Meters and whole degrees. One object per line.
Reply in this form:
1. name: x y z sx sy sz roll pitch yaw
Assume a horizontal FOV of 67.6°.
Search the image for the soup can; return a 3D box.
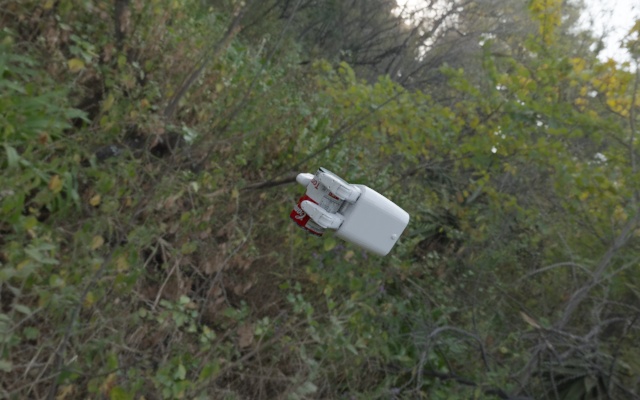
1. soup can: 0.000 0.002 0.827 0.068 0.102 0.068 31 9 -5
